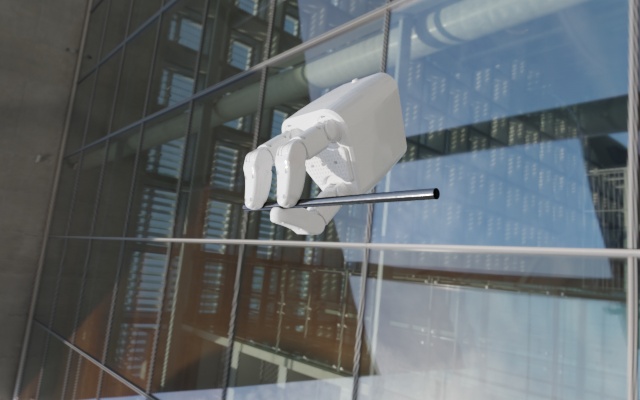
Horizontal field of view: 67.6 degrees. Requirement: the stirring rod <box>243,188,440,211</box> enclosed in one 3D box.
[{"bbox_3d":[0.000,0.001,0.417,0.011,0.011,0.239,0,-3,-41],"label":"stirring rod"}]
